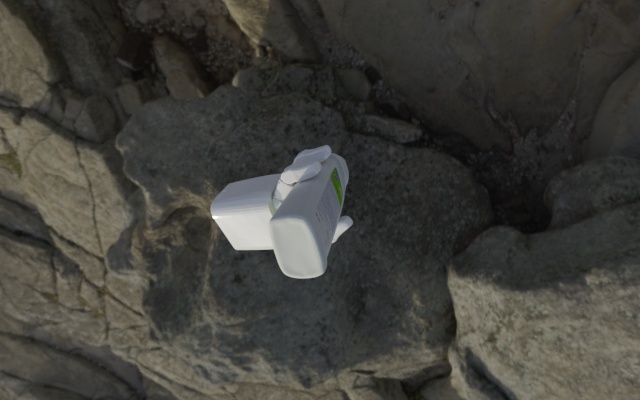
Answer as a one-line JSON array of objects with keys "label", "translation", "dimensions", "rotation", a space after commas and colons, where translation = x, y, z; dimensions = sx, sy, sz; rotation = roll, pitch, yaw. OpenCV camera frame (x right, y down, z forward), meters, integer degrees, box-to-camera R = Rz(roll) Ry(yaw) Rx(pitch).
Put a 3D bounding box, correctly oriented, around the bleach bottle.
[{"label": "bleach bottle", "translation": [0.000, 0.002, 0.721], "dimensions": [0.068, 0.103, 0.250], "rotation": [-5, 26, 20]}]
